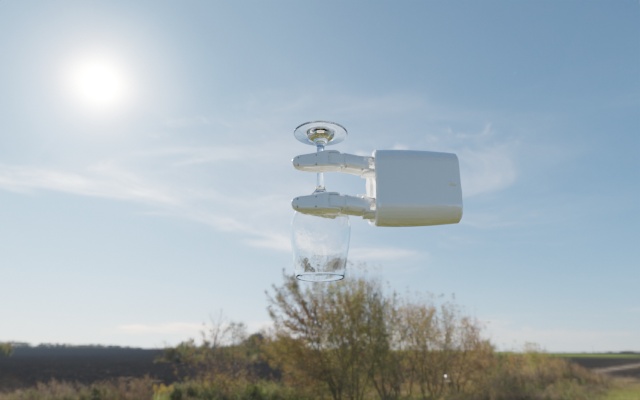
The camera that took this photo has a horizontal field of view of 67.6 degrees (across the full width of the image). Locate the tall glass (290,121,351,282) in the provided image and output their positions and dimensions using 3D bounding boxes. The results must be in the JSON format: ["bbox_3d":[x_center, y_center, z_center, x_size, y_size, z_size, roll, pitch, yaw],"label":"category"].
[{"bbox_3d":[0.000,0.001,0.625,0.079,0.201,0.079,0,-18,0],"label":"tall glass"}]
